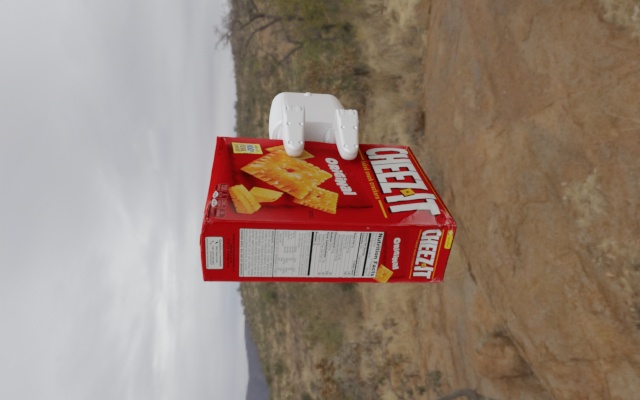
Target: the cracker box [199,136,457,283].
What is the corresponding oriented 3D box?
[{"bbox_3d":[0.000,0.002,0.464,0.214,0.072,0.164,1,31,-8],"label":"cracker box"}]
